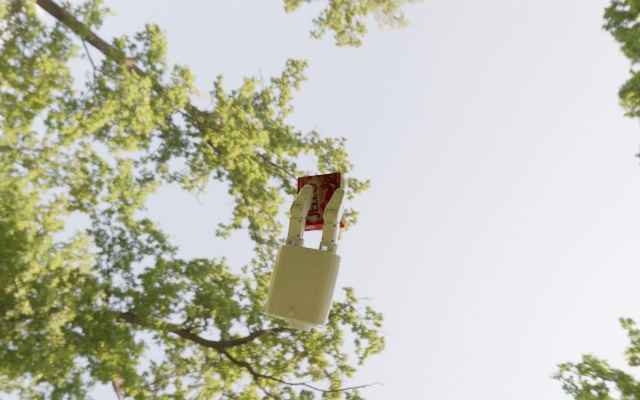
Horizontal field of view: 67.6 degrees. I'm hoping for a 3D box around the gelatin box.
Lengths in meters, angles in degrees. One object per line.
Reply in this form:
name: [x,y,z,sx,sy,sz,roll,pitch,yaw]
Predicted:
gelatin box: [0.000,0.002,0.757,0.073,0.089,0.030,-6,-25,16]
